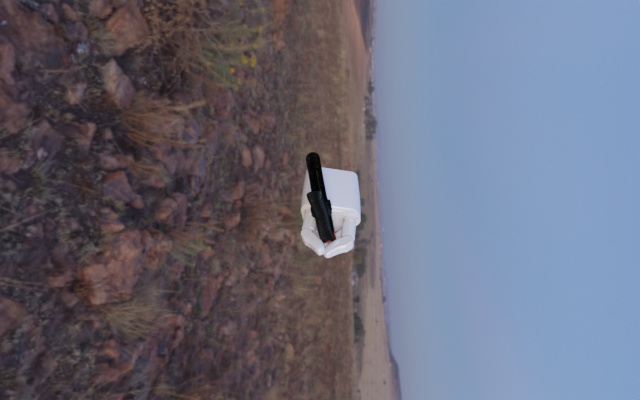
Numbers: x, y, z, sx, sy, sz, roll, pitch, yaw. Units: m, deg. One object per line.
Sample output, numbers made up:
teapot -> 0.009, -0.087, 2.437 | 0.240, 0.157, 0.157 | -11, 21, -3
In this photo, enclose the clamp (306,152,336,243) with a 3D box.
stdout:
clamp -> 0.001, 0.003, 0.838 | 0.039, 0.120, 0.172 | -3, -41, 7
